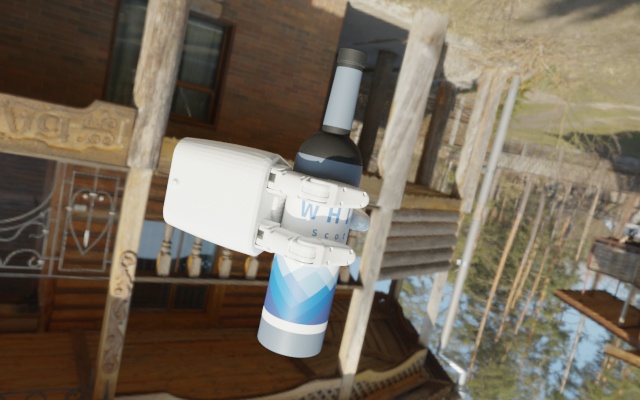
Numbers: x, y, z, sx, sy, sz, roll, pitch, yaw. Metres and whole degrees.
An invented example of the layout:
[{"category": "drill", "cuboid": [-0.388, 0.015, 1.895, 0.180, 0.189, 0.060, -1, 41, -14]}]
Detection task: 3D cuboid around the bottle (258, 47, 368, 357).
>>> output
[{"category": "bottle", "cuboid": [0.000, 0.002, 0.469, 0.069, 0.296, 0.069, 12, 7, -1]}]
